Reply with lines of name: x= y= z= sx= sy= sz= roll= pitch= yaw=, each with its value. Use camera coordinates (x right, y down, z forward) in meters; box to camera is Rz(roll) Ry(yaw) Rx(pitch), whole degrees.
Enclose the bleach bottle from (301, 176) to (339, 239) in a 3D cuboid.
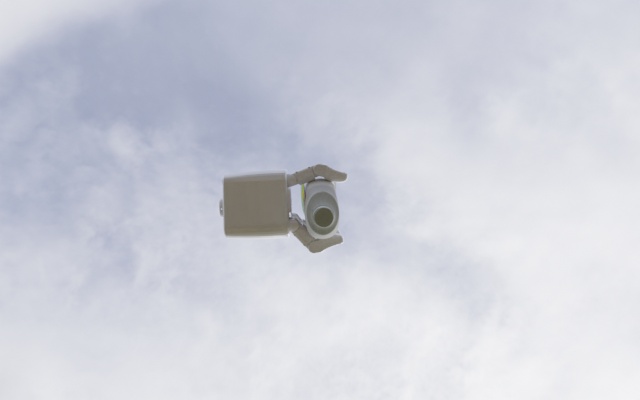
bleach bottle: x=0.000 y=0.003 z=0.805 sx=0.068 sy=0.102 sz=0.251 roll=-2 pitch=6 yaw=-2
